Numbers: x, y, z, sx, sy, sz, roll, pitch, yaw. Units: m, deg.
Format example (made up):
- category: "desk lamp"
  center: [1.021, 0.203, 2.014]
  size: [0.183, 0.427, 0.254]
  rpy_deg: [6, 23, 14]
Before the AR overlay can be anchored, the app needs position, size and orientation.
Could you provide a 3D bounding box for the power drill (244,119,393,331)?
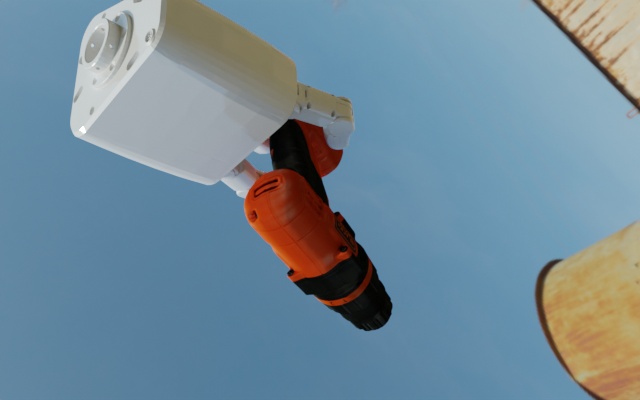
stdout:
- category: "power drill"
  center: [0.000, 0.001, 0.407]
  size: [0.057, 0.187, 0.184]
  rpy_deg: [-25, -48, 11]
